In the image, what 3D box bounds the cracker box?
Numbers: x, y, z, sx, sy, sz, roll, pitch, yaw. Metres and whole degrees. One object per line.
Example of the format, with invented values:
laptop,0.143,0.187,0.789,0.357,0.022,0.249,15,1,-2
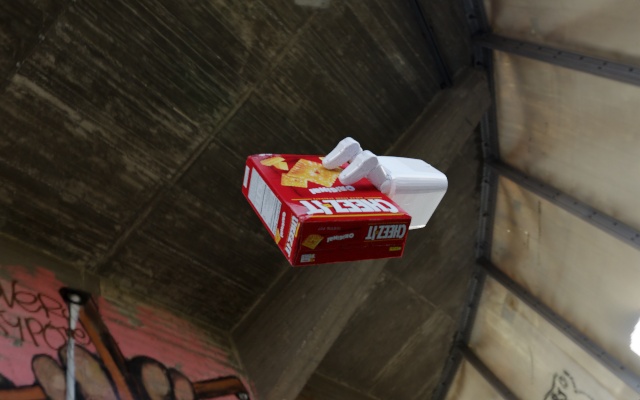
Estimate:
cracker box,0.000,0.002,0.677,0.164,0.072,0.213,-2,27,-27
